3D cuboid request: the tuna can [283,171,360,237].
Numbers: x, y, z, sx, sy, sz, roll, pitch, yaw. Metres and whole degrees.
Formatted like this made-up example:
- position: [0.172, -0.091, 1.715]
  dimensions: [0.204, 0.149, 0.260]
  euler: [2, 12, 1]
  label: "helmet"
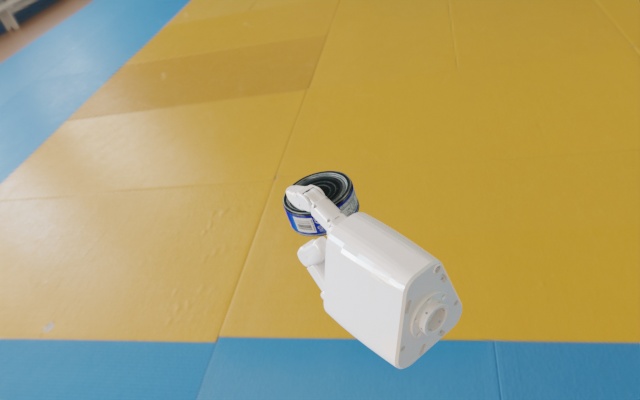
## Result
- position: [0.000, 0.001, 0.558]
  dimensions: [0.086, 0.034, 0.086]
  euler: [-13, 34, 9]
  label: "tuna can"
